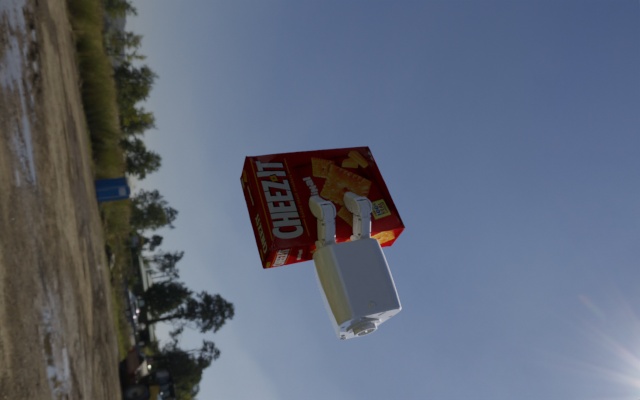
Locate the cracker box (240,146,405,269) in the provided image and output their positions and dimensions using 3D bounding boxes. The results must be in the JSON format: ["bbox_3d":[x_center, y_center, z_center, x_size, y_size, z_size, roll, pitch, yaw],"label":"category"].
[{"bbox_3d":[0.000,0.002,0.737,0.213,0.164,0.072,-7,-30,-22],"label":"cracker box"}]
